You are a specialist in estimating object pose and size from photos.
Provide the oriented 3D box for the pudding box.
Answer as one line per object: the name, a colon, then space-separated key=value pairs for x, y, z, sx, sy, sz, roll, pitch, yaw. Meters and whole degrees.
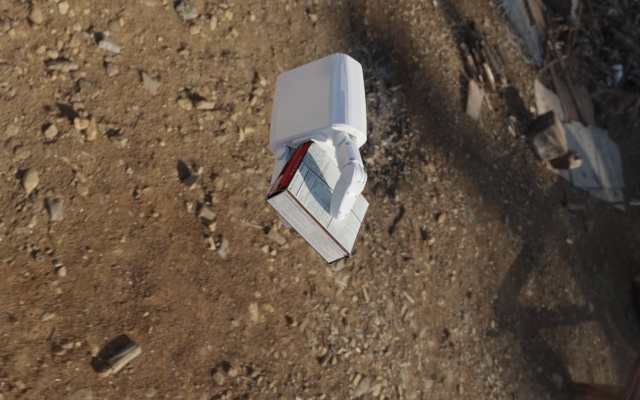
pudding box: x=0.000 y=0.002 z=0.539 sx=0.039 sy=0.113 sz=0.090 roll=-26 pitch=27 yaw=41
